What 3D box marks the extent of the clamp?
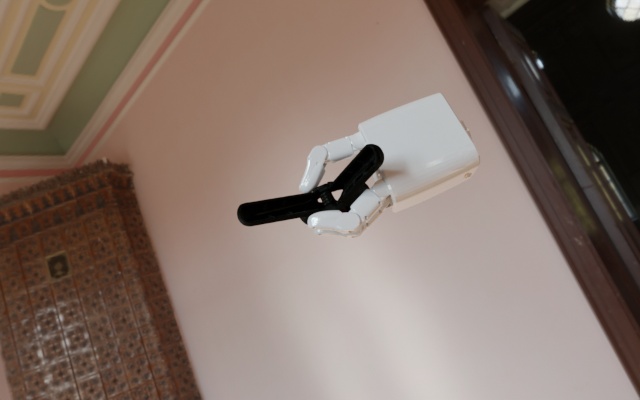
[{"bbox_3d":[0.000,0.001,0.571,0.164,0.036,0.210,-22,-14,3],"label":"clamp"}]
